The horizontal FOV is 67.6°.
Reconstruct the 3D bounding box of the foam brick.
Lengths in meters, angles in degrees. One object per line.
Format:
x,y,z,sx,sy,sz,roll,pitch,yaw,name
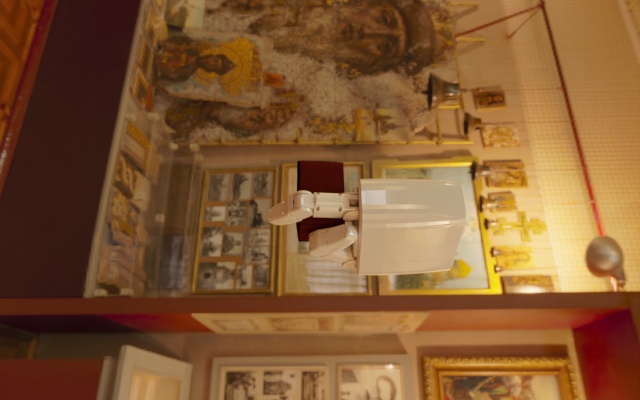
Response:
0.000,0.001,0.529,0.051,0.078,0.053,-1,-26,0,foam brick
